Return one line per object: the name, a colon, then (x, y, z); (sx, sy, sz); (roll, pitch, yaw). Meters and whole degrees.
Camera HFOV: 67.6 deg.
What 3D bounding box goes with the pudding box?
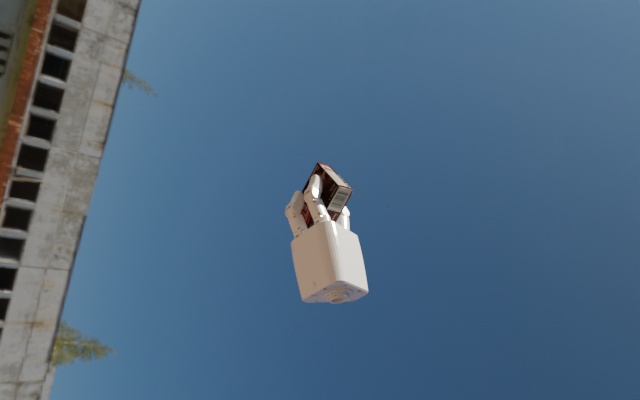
pudding box: (0.000, 0.003, 0.846); (0.039, 0.113, 0.090); (17, 22, -37)
